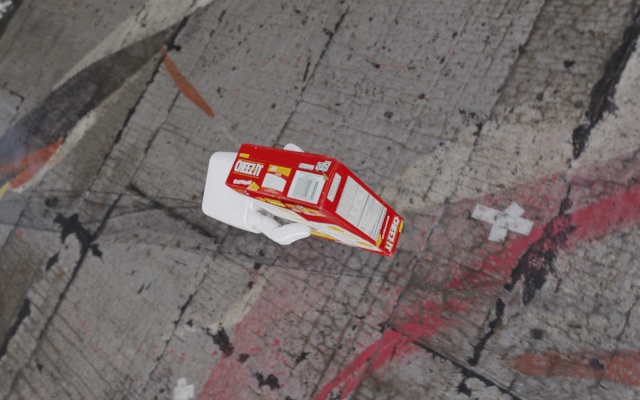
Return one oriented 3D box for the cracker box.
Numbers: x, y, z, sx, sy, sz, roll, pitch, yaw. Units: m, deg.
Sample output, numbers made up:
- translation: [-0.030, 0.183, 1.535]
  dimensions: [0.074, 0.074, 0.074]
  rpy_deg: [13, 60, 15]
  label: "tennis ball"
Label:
- translation: [0.000, 0.002, 0.668]
  dimensions: [0.164, 0.072, 0.214]
  rpy_deg: [13, -13, 36]
  label: "cracker box"
